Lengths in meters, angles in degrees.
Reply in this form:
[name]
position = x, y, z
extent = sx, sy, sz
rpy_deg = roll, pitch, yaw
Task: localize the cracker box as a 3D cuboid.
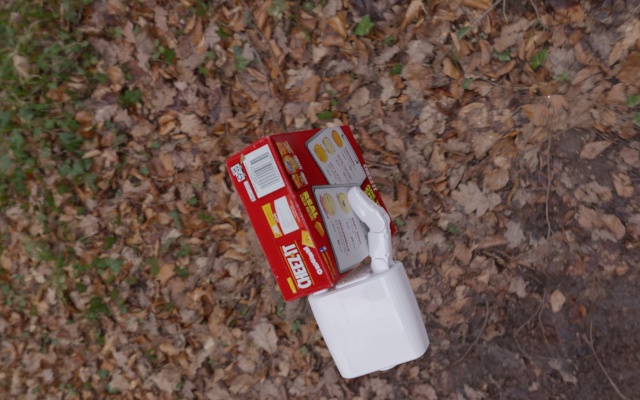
[cracker box]
position = 0.000, 0.002, 0.571
extent = 0.072, 0.164, 0.213
rpy_deg = -24, 0, 28
